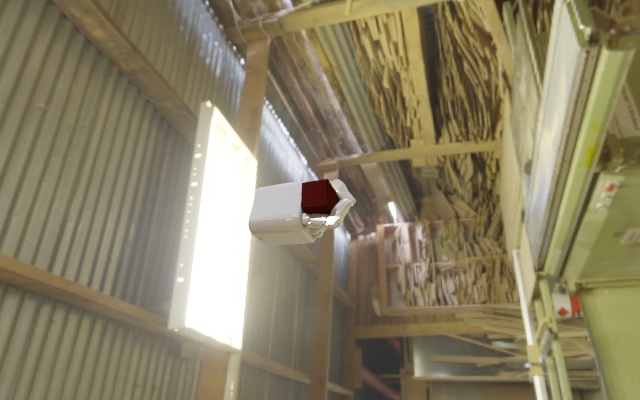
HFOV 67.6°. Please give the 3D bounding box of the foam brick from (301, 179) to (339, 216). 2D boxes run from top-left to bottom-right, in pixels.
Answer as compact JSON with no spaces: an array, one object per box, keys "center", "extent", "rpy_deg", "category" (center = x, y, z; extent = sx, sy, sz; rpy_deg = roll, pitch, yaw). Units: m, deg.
[{"center":[0.000,0.003,0.872],"extent":[0.051,0.053,0.078],"rpy_deg":[-6,-26,16],"category":"foam brick"}]
